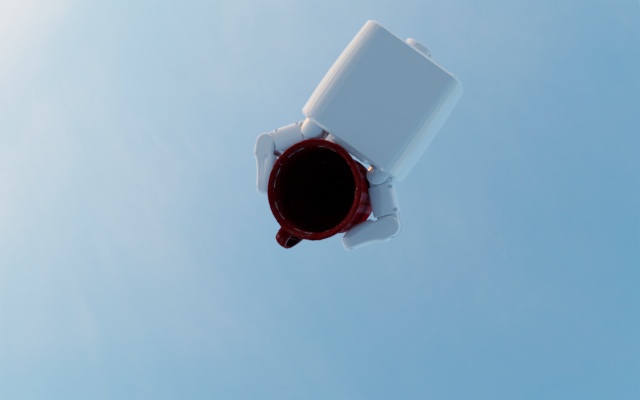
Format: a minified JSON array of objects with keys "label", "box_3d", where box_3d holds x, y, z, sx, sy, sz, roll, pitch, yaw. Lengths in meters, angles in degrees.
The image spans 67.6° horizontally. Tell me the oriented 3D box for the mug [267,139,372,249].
[{"label":"mug","box_3d":[-0.001,0.003,0.473,0.093,0.117,0.081,40,11,18]}]
